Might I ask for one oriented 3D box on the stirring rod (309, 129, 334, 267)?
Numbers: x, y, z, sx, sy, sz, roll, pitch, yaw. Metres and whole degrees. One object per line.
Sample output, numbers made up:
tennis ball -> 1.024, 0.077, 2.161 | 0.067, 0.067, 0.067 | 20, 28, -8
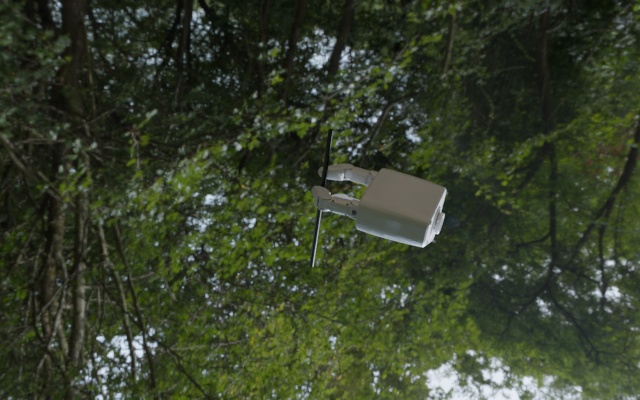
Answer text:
stirring rod -> 0.000, 0.002, 0.770 | 0.011, 0.240, 0.011 | 7, 23, -3
